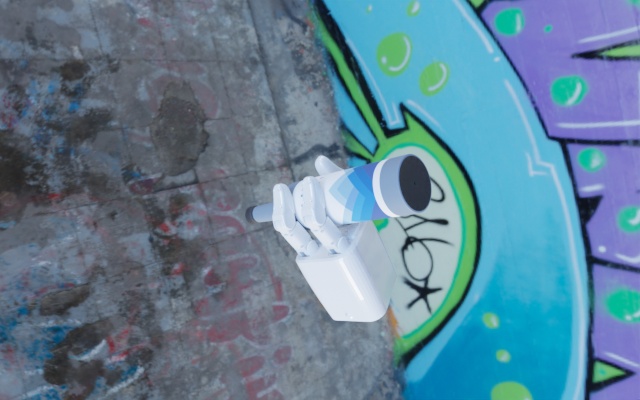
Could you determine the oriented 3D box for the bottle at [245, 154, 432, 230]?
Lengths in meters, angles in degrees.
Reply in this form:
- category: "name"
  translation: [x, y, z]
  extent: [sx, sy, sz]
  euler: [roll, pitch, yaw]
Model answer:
- category: "bottle"
  translation: [0.000, 0.002, 0.625]
  extent: [0.296, 0.069, 0.069]
  euler: [-11, -8, 44]
